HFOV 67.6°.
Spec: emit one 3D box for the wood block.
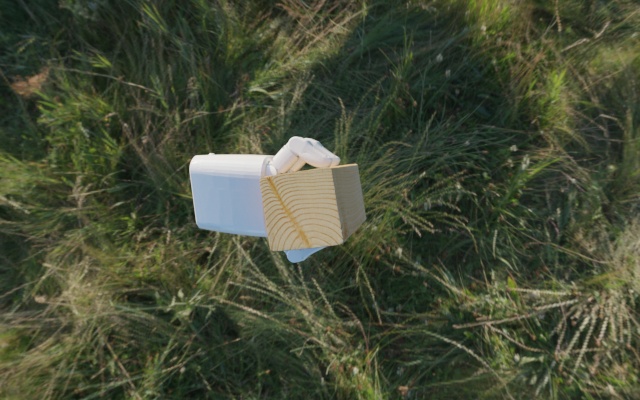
[{"bbox_3d":[0.000,0.002,0.644,0.090,0.091,0.206,-8,4,13],"label":"wood block"}]
